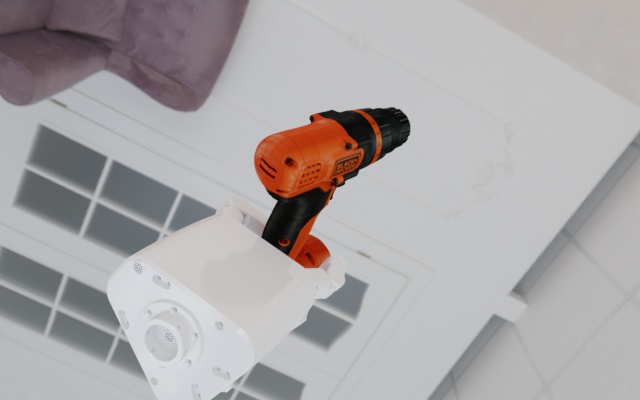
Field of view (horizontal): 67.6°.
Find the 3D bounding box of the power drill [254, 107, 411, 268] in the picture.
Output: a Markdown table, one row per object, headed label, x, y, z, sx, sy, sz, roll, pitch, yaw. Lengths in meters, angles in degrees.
| label | x | y | z | sx | sy | sz | roll | pitch | yaw |
| --- | --- | --- | --- | --- | --- | --- | --- | --- | --- |
| power drill | 0.000 | 0.002 | 0.448 | 0.057 | 0.188 | 0.184 | 40 | 39 | 26 |
